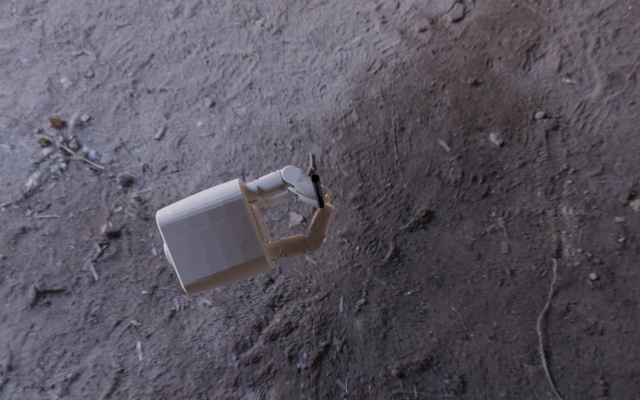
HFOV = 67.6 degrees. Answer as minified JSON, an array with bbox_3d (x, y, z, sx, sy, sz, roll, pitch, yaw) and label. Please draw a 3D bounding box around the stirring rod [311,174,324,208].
[{"bbox_3d":[0.000,0.002,0.553,0.011,0.011,0.239,0,-10,2],"label":"stirring rod"}]
